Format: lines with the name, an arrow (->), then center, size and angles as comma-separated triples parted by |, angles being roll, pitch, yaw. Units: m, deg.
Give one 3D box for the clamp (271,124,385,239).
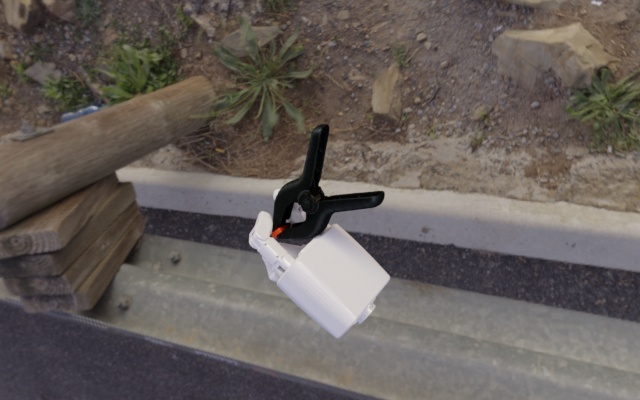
clamp -> 0.000, 0.002, 0.607 | 0.039, 0.120, 0.171 | -23, -26, -51
